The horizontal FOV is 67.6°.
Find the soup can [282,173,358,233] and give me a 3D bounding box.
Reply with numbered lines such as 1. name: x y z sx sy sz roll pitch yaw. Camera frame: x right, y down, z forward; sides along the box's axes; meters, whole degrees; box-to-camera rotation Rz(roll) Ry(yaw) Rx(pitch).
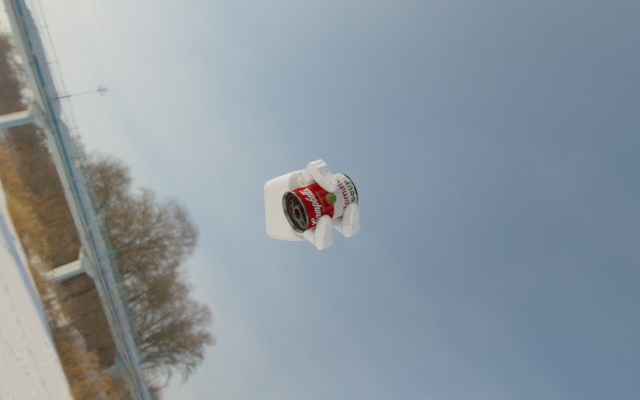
1. soup can: 0.001 0.002 0.751 0.102 0.068 0.068 -22 11 -31
